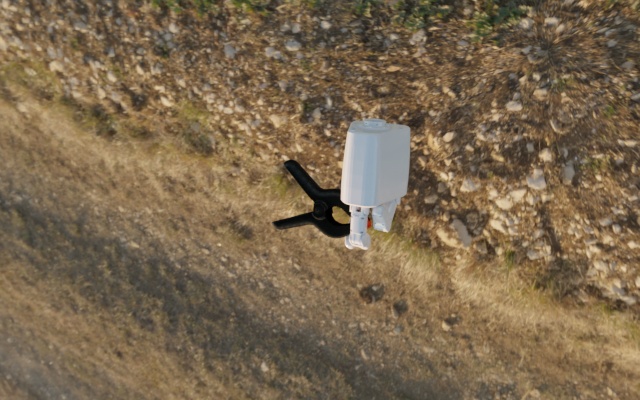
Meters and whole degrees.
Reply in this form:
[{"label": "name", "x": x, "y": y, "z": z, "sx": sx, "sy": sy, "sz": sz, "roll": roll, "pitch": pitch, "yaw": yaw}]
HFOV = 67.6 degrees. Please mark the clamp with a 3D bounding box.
[{"label": "clamp", "x": 0.000, "y": 0.003, "z": 0.763, "sx": 0.171, "sy": 0.120, "sz": 0.039, "roll": 10, "pitch": 20, "yaw": 22}]
